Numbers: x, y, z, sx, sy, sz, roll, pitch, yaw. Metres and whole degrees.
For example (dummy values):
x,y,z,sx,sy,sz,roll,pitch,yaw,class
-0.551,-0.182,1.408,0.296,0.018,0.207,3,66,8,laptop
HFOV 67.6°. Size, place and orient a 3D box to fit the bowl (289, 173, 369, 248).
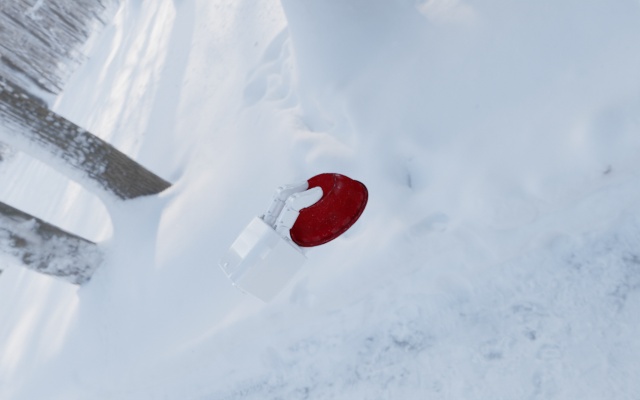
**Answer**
x,y,z,sx,sy,sz,roll,pitch,yaw,class
0.001,0.001,0.825,0.162,0.162,0.055,0,-44,46,bowl
